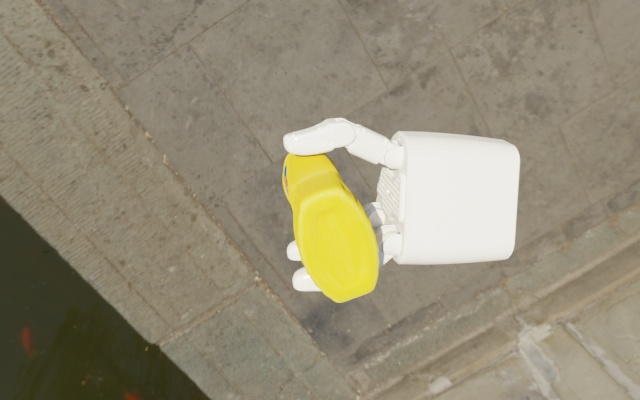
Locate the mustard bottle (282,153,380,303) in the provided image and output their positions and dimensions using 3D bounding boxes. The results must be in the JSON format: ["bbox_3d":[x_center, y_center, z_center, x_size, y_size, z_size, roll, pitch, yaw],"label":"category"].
[{"bbox_3d":[0.000,0.002,0.431,0.058,0.096,0.191,-21,23,0],"label":"mustard bottle"}]
